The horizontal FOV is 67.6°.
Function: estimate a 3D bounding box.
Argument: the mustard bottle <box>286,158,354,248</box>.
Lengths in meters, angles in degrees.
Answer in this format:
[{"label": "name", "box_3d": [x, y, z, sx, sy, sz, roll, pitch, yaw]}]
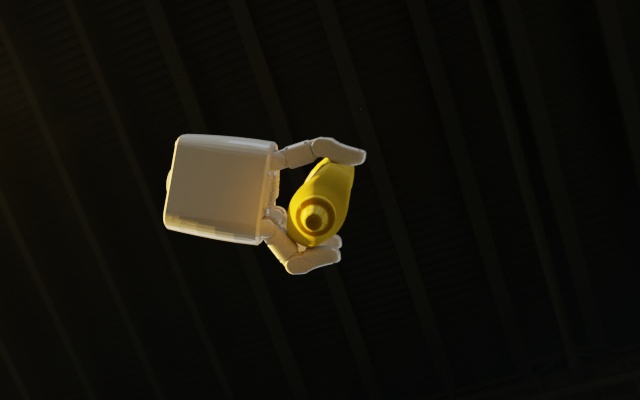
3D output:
[{"label": "mustard bottle", "box_3d": [0.000, 0.002, 0.536, 0.058, 0.096, 0.191, 32, 12, -2]}]
